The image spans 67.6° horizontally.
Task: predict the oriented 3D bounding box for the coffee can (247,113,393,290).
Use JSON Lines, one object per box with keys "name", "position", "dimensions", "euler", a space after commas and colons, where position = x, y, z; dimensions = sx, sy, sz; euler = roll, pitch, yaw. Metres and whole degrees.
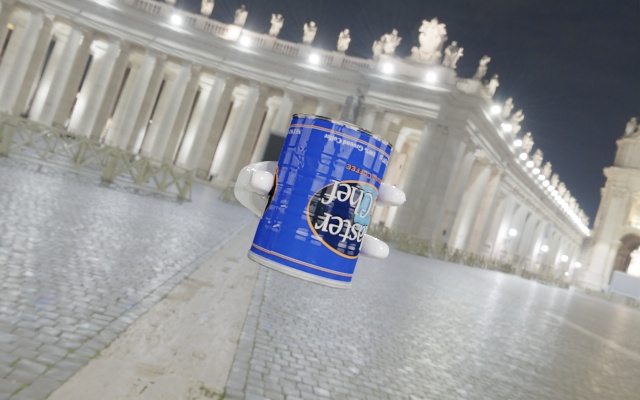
{"name": "coffee can", "position": [0.000, 0.002, 0.456], "dimensions": [0.103, 0.140, 0.103], "euler": [18, -2, 1]}
